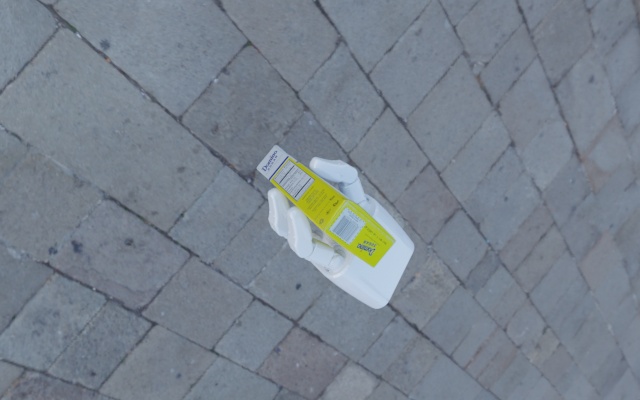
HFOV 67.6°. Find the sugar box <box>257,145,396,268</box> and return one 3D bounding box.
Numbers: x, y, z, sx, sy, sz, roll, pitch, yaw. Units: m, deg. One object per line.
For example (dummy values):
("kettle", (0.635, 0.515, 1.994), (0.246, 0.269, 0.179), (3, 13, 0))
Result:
("sugar box", (0.000, 0.002, 0.553), (0.093, 0.048, 0.176), (40, -2, -38))
